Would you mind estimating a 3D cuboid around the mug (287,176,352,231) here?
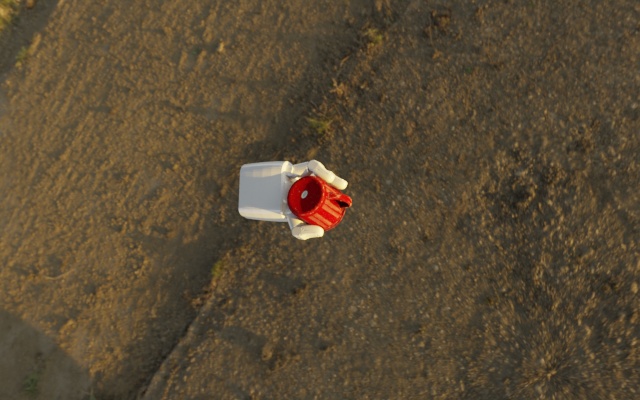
[{"bbox_3d":[0.001,0.003,0.895,0.117,0.093,0.081,-1,-19,27],"label":"mug"}]
